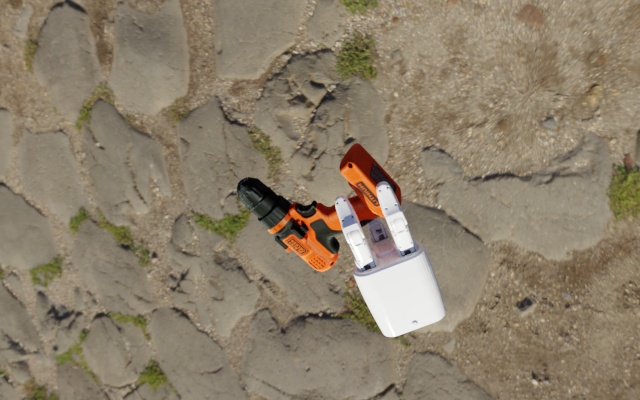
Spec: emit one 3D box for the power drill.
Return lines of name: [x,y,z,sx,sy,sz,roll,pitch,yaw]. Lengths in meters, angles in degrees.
power drill: [0.001,0.002,0.652,0.188,0.184,0.057,-33,25,34]
